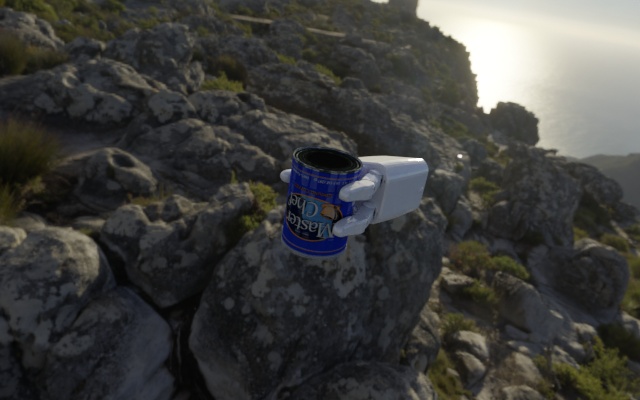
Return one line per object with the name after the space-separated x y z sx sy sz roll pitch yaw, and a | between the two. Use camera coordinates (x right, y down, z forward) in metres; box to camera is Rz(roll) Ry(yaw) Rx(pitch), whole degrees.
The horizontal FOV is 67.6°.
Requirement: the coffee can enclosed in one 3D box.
0.000 0.002 0.711 0.103 0.140 0.102 8 24 -4 | coffee can
